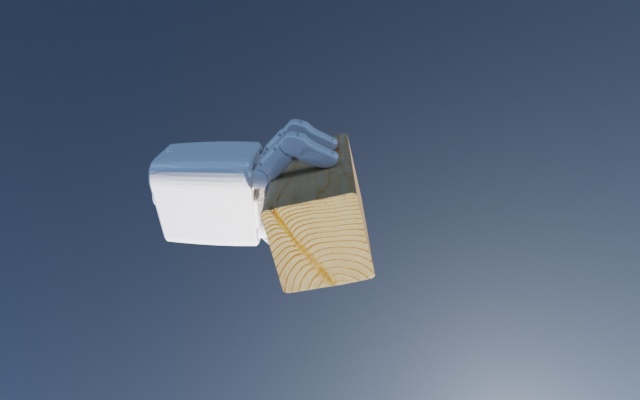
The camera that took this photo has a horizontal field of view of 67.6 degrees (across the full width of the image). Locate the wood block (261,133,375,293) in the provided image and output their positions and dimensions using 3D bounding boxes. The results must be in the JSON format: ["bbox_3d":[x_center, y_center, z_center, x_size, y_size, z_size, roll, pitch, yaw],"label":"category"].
[{"bbox_3d":[0.000,0.002,0.526,0.090,0.091,0.206,-11,22,6],"label":"wood block"}]
